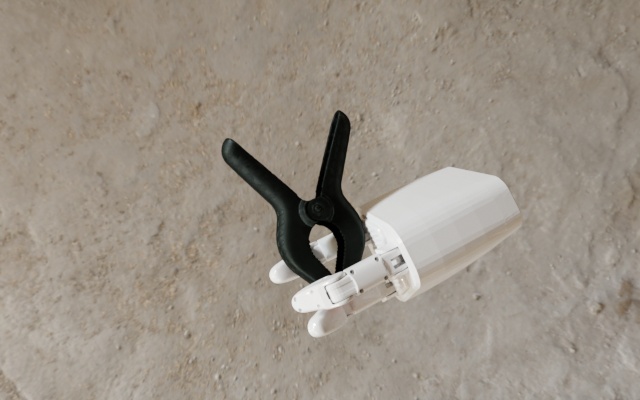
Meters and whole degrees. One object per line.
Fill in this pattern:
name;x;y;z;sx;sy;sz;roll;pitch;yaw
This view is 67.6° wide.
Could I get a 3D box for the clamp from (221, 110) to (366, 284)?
clamp;0.000;0.001;0.425;0.120;0.171;0.039;-26;-1;-11
